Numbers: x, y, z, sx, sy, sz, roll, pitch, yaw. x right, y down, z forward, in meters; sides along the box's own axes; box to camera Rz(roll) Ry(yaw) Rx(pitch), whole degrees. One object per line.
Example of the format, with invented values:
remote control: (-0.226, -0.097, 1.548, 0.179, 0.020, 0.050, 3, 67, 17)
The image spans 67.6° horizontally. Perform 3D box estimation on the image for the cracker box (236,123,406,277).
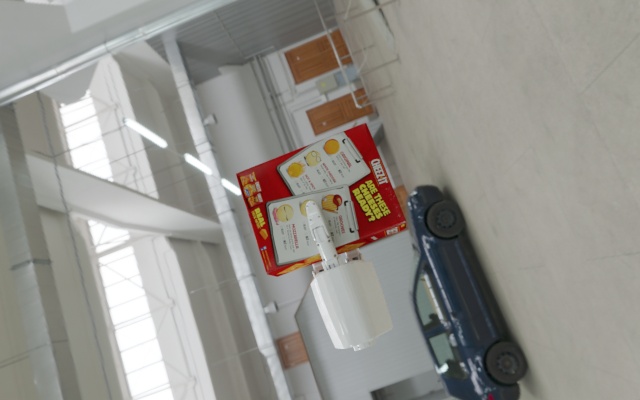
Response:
cracker box: (0.000, 0.002, 0.722, 0.214, 0.164, 0.072, -21, -15, 5)
